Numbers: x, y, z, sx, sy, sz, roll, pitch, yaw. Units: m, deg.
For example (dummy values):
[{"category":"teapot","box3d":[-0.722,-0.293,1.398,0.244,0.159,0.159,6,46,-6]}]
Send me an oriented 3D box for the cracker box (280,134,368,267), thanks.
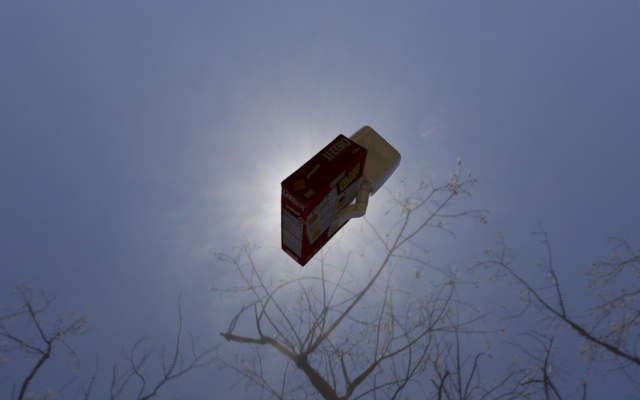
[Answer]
[{"category":"cracker box","box3d":[0.000,0.003,0.895,0.072,0.214,0.164,36,59,20]}]
